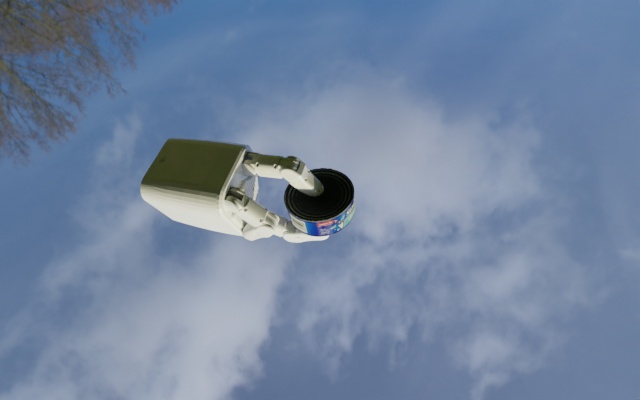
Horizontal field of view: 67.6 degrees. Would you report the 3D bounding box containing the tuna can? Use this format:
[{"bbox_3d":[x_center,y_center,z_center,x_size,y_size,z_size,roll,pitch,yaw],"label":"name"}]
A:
[{"bbox_3d":[0.000,0.002,0.586,0.086,0.086,0.034,0,-41,10],"label":"tuna can"}]
